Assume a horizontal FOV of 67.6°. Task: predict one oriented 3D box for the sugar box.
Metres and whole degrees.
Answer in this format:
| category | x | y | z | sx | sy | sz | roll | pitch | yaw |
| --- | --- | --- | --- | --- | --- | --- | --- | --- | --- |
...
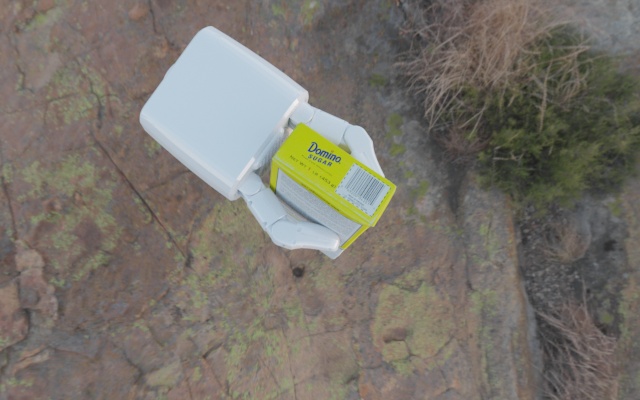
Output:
| category | x | y | z | sx | sy | sz | roll | pitch | yaw |
| --- | --- | --- | --- | --- | --- | --- | --- | --- | --- |
| sugar box | 0.000 | 0.001 | 0.442 | 0.093 | 0.048 | 0.176 | 35 | -14 | 2 |
